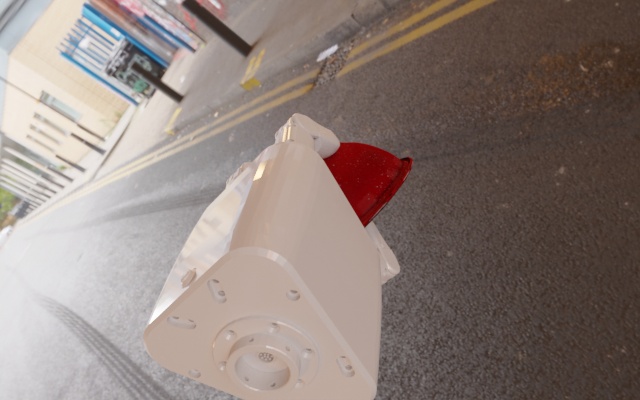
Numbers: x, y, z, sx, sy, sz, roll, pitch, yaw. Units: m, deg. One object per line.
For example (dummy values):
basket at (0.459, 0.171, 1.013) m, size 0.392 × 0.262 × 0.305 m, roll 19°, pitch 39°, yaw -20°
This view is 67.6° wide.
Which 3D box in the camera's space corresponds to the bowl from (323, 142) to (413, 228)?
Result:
bowl at (0.000, 0.001, 0.407) m, size 0.162 × 0.055 × 0.162 m, roll -43°, pitch 5°, yaw 5°
